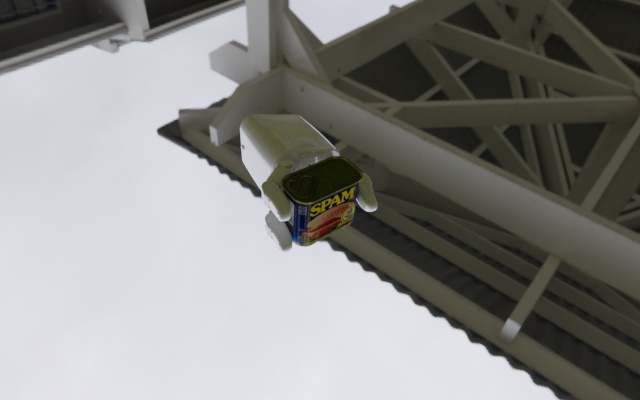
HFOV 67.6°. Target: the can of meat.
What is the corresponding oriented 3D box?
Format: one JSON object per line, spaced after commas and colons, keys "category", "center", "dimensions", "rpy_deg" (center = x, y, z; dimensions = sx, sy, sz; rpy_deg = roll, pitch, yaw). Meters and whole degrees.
{"category": "can of meat", "center": [0.000, 0.002, 0.617], "dimensions": [0.102, 0.084, 0.057], "rpy_deg": [-25, 51, -27]}
